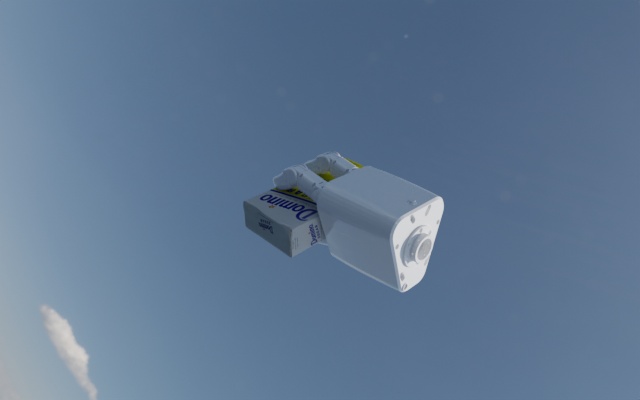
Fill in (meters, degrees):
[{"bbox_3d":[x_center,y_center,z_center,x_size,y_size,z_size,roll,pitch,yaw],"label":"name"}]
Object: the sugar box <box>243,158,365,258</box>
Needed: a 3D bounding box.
[{"bbox_3d":[0.000,0.002,0.610,0.176,0.048,0.093,-24,37,-37],"label":"sugar box"}]
